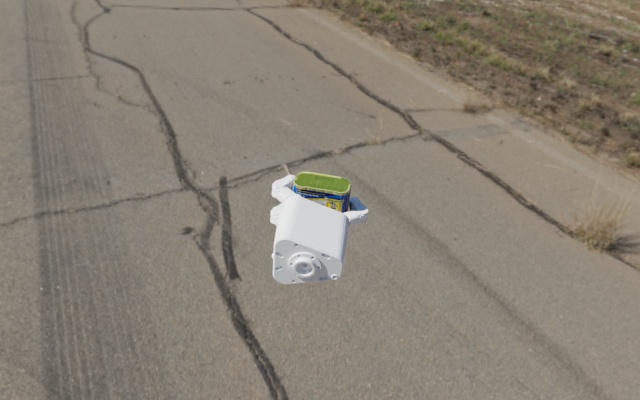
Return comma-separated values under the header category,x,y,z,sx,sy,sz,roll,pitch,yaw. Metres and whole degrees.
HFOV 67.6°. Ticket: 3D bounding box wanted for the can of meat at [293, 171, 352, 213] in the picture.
category,x,y,z,sx,sy,sz,roll,pitch,yaw
can of meat,0.000,0.002,0.817,0.102,0.084,0.057,9,35,4
